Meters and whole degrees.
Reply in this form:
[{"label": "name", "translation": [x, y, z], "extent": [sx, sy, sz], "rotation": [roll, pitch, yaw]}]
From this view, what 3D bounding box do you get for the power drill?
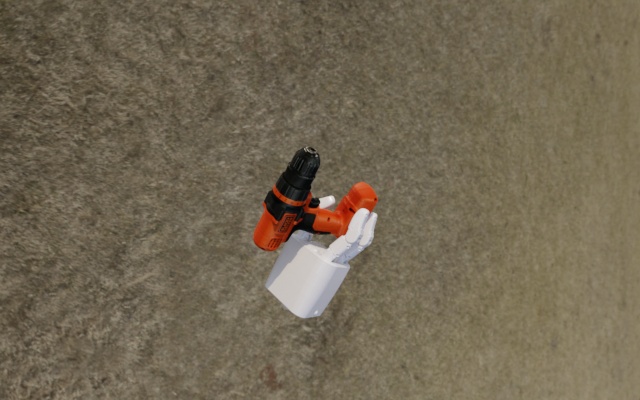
[{"label": "power drill", "translation": [0.000, 0.003, 0.758], "extent": [0.187, 0.184, 0.057], "rotation": [5, 37, -39]}]
